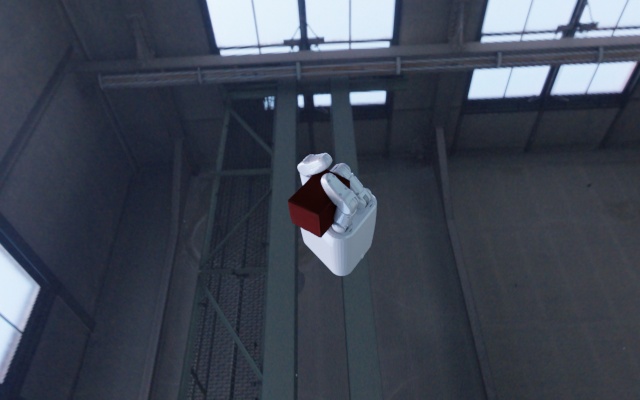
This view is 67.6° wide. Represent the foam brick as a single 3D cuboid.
[{"bbox_3d":[0.000,0.002,0.660,0.053,0.051,0.078,27,55,24],"label":"foam brick"}]
